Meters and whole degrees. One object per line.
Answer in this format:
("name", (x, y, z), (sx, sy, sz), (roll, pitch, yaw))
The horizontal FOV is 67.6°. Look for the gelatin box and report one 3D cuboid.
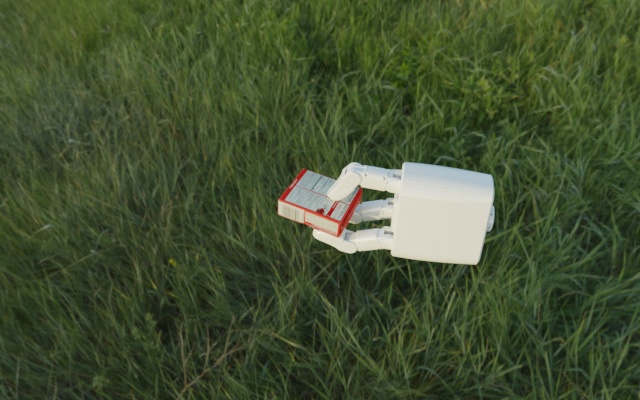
("gelatin box", (0.000, 0.002, 0.618), (0.089, 0.030, 0.073), (20, 45, 14))
